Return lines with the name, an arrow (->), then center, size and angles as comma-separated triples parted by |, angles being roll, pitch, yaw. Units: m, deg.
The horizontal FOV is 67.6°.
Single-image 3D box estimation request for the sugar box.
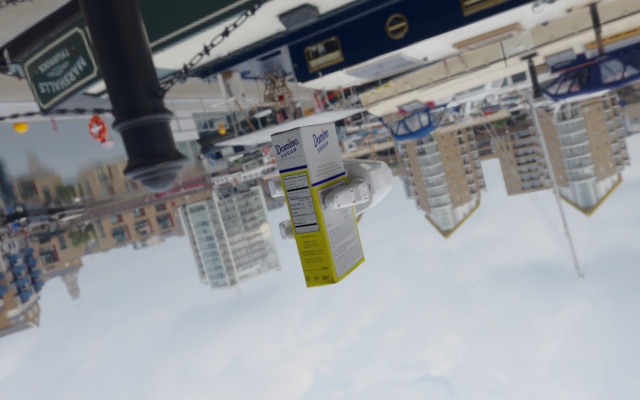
sugar box -> 0.000, 0.002, 0.554 | 0.048, 0.176, 0.093 | -13, 5, 28
